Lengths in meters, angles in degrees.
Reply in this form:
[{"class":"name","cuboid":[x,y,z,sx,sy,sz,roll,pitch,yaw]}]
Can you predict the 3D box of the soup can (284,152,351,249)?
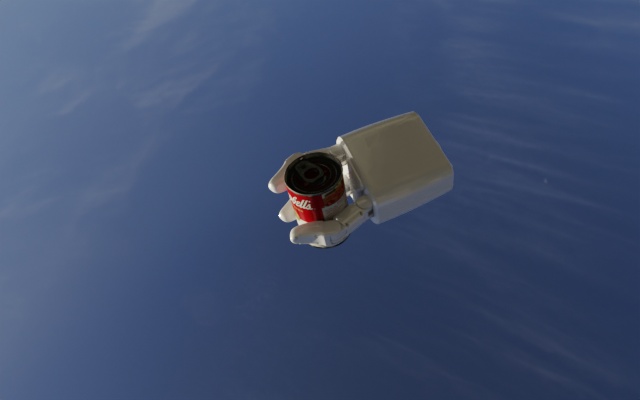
[{"class":"soup can","cuboid":[0.000,0.002,0.573,0.068,0.068,0.102,0,-41,13]}]
